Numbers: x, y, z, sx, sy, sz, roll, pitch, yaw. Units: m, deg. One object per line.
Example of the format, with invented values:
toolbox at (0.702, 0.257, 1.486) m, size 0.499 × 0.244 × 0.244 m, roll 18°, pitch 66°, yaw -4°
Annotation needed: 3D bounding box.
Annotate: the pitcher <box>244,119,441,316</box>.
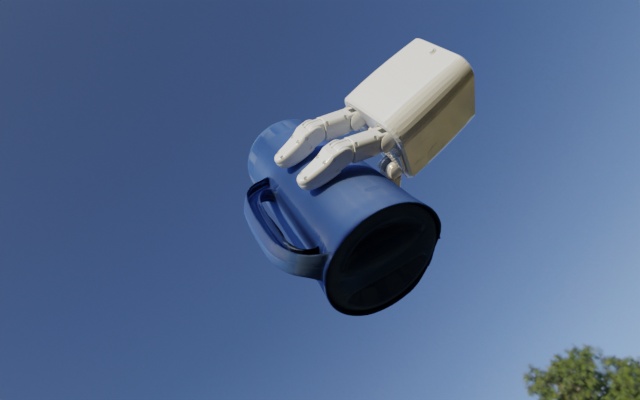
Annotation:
pitcher at (0.000, 0.002, 0.529) m, size 0.242 × 0.145 × 0.149 m, roll 46°, pitch -3°, yaw 47°
